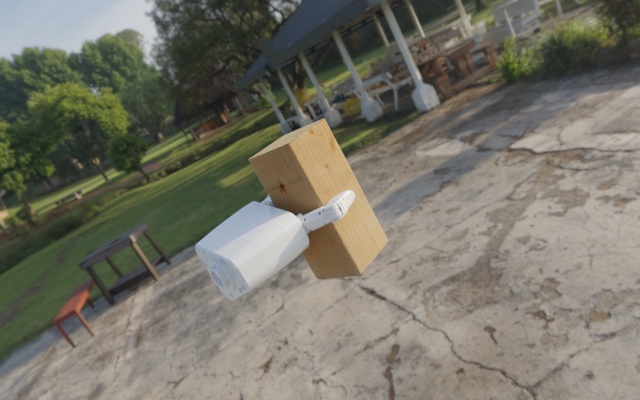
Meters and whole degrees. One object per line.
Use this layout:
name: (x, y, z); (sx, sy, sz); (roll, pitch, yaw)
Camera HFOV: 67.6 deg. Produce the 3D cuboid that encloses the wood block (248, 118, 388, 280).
wood block: (0.000, 0.002, 0.687); (0.091, 0.206, 0.090); (-14, 20, 44)
